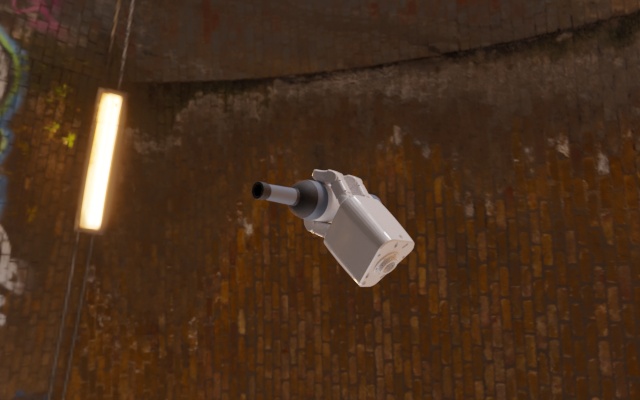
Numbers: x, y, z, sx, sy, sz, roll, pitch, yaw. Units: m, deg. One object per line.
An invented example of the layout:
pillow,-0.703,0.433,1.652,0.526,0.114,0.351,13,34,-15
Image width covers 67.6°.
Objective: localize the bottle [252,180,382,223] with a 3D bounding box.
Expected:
bottle,0.000,0.003,0.833,0.069,0.069,0.296,0,-7,41
